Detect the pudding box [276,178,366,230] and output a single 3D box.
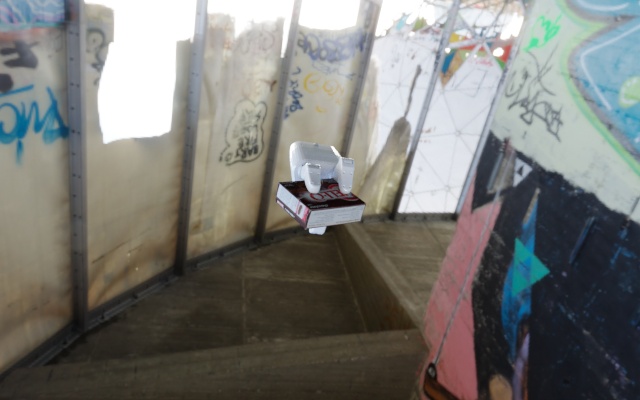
[{"bbox_3d":[0.000,0.003,0.743,0.113,0.039,0.090,-8,33,-37],"label":"pudding box"}]
